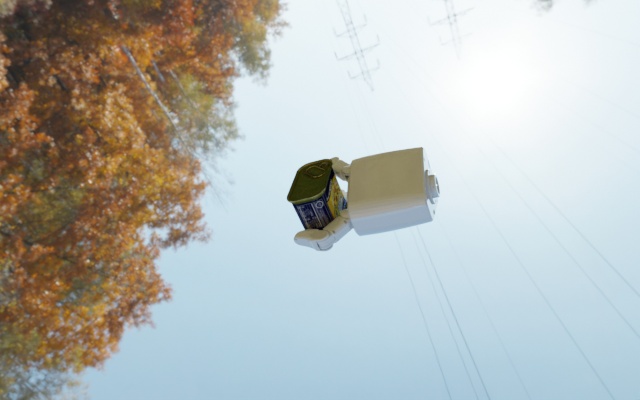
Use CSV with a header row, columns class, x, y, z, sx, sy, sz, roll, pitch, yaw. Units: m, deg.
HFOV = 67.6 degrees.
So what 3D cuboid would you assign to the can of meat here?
class,x,y,z,sx,sy,sz,roll,pitch,yaw
can of meat,0.000,0.003,0.689,0.057,0.084,0.102,-13,32,19
